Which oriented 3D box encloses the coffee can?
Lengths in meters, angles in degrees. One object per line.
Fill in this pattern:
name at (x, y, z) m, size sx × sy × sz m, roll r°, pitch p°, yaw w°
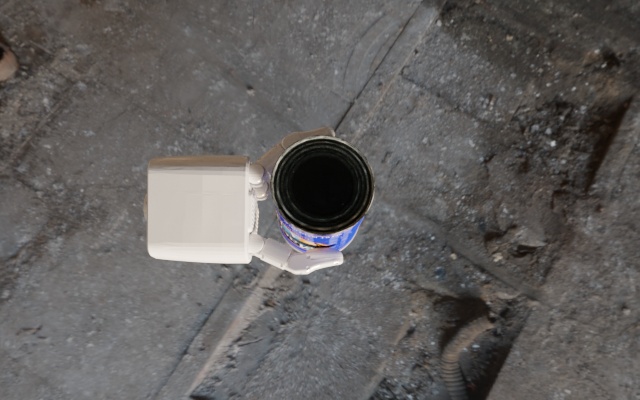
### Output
coffee can at (0.000, 0.002, 0.530) m, size 0.103 × 0.102 × 0.140 m, roll 0°, pitch -15°, yaw -2°
